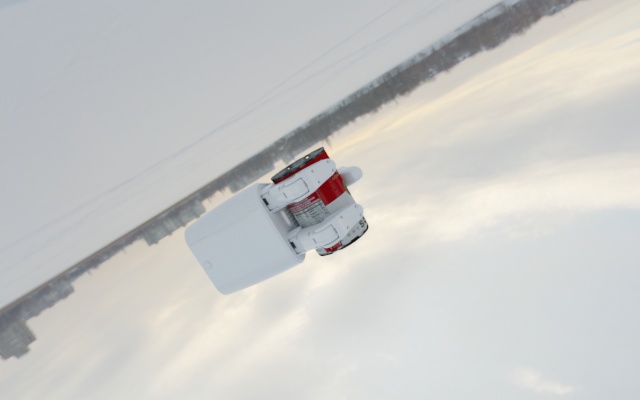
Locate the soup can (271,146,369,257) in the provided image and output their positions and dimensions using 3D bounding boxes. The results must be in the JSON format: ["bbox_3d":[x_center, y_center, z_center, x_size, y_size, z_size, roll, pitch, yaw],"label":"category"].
[{"bbox_3d":[0.001,0.002,0.525,0.068,0.102,0.068,-30,9,5],"label":"soup can"}]
